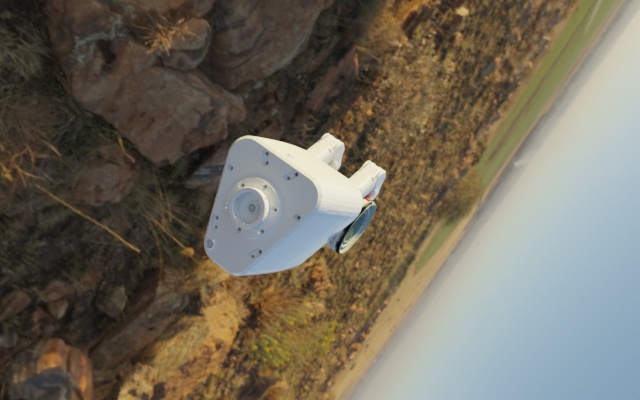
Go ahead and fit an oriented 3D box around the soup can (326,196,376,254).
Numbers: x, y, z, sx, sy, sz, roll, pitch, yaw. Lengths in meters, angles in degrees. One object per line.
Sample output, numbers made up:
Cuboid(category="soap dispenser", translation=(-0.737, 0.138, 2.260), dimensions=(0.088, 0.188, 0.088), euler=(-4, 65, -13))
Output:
Cuboid(category="soup can", translation=(0.000, 0.002, 0.515), dimensions=(0.102, 0.068, 0.068), euler=(36, 12, 18))
